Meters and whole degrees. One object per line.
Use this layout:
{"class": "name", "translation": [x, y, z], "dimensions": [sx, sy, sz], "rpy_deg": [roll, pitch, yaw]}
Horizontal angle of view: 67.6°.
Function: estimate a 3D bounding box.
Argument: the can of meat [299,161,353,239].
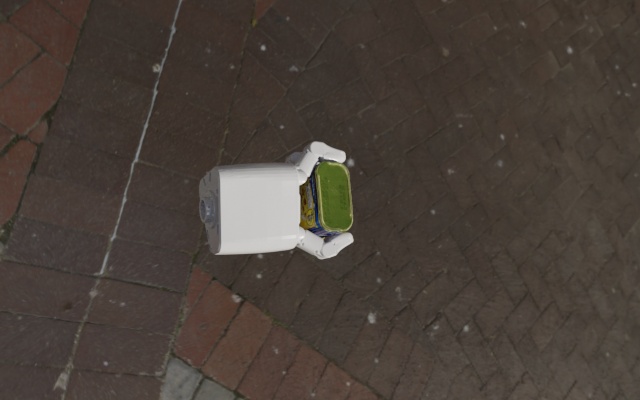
{"class": "can of meat", "translation": [0.000, 0.002, 0.669], "dimensions": [0.057, 0.102, 0.084], "rpy_deg": [1, -12, -28]}
